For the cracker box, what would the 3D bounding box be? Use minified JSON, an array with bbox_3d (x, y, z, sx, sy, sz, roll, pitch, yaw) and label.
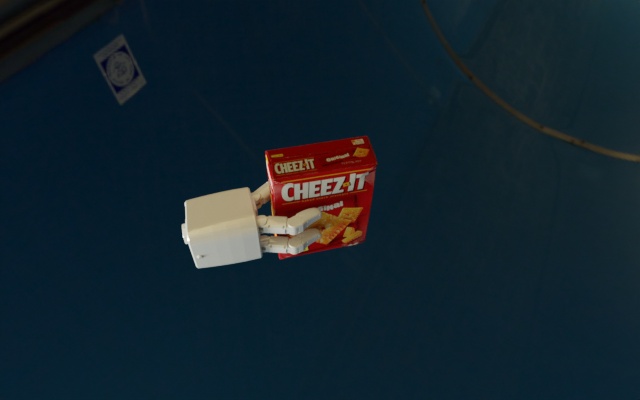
[{"bbox_3d":[0.000,0.003,0.797,0.164,0.072,0.214,-10,-38,-9],"label":"cracker box"}]
